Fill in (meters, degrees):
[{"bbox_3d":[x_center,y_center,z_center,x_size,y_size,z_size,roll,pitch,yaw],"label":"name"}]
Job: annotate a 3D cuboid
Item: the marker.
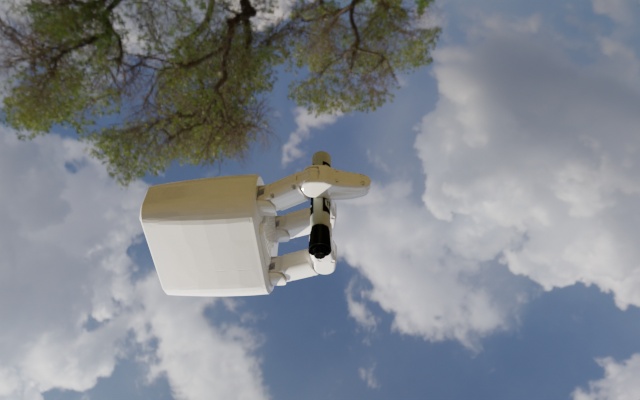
[{"bbox_3d":[0.000,0.001,0.421,0.020,0.121,0.020,1,-45,1],"label":"marker"}]
